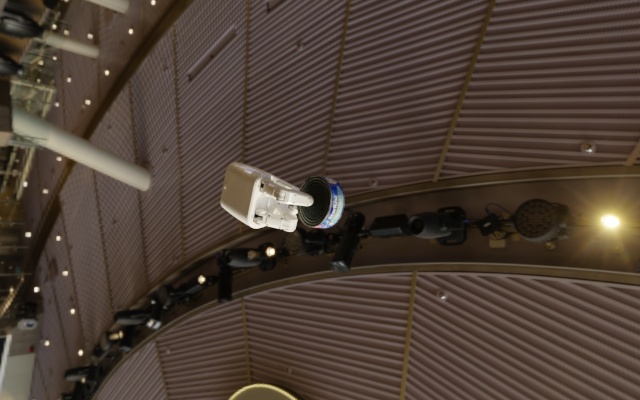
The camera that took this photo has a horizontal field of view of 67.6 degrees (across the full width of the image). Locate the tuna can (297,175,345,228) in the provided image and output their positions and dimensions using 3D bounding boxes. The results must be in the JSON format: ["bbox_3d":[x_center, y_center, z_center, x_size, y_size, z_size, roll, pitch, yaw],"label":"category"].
[{"bbox_3d":[0.001,0.003,0.788,0.034,0.086,0.086,8,-5,-41],"label":"tuna can"}]
